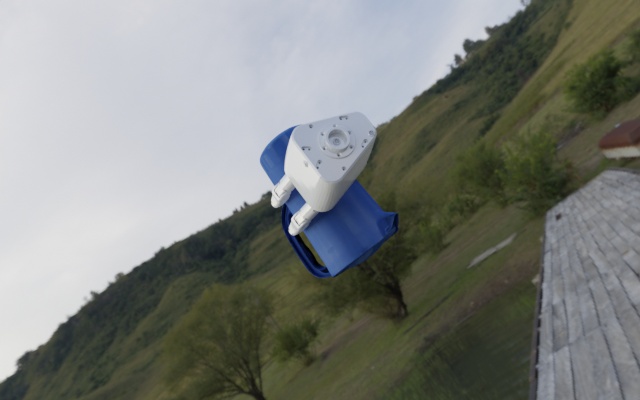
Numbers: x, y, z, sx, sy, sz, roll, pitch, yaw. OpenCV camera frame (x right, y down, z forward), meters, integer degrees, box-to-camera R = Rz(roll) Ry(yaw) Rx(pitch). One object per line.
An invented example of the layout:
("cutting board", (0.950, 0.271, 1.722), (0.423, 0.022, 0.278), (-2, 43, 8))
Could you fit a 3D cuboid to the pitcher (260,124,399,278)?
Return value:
("pitcher", (0.000, 0.003, 0.796), (0.149, 0.243, 0.145), (-34, -12, -15))
